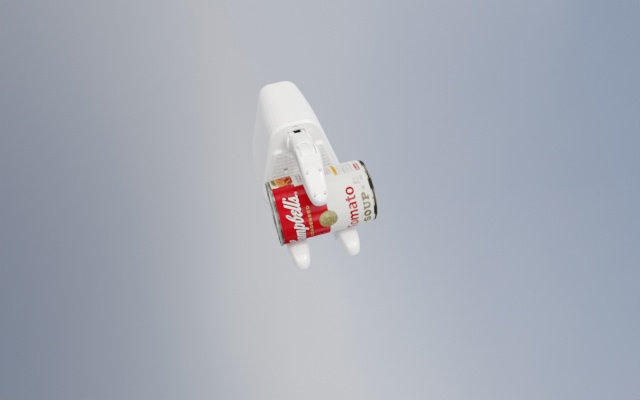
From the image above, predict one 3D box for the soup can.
[{"bbox_3d":[0.000,0.002,0.494,0.102,0.068,0.068,-14,2,-8],"label":"soup can"}]
